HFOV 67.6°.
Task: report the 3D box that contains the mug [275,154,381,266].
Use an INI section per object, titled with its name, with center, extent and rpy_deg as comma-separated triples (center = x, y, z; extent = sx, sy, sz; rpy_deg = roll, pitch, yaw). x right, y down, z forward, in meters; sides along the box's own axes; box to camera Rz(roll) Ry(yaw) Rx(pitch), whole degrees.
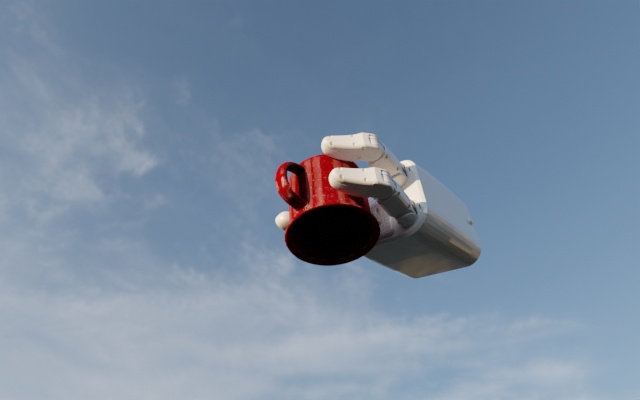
[mug]
center = -0.001, 0.001, 0.483
extent = 0.117, 0.081, 0.093
rpy_deg = 32, -56, -32
